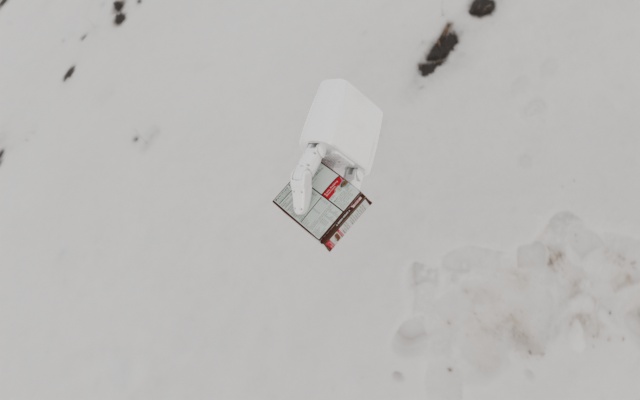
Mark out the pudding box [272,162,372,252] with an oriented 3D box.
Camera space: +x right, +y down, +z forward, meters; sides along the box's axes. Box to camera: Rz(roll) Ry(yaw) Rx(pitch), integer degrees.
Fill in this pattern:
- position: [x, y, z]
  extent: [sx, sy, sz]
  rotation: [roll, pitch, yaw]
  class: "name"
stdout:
- position: [0.000, 0.002, 0.661]
  extent: [0.113, 0.090, 0.039]
  rotation: [38, -4, 39]
  class: "pudding box"
